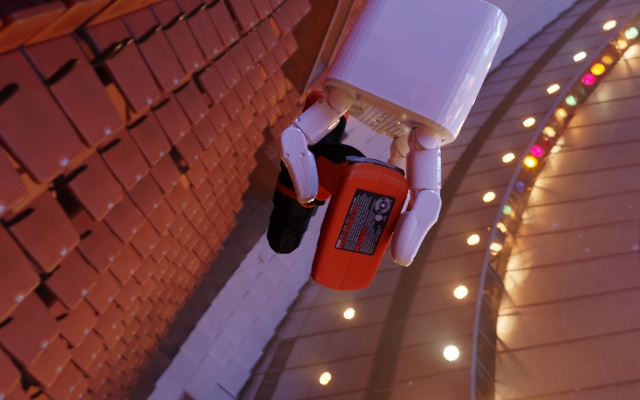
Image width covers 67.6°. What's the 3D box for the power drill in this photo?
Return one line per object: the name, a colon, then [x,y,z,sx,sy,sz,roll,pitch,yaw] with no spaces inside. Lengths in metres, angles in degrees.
power drill: [0.000,0.001,0.444,0.057,0.184,0.187,10,20,-22]
